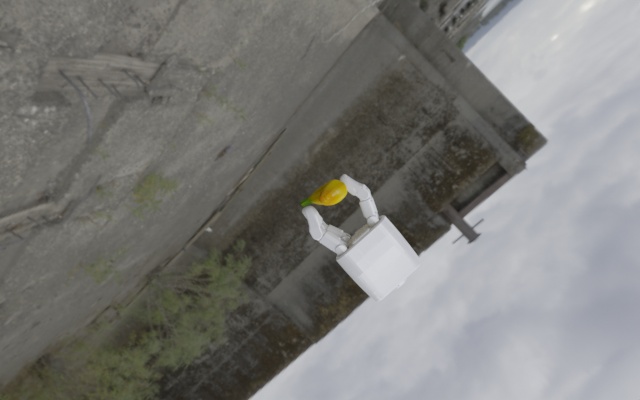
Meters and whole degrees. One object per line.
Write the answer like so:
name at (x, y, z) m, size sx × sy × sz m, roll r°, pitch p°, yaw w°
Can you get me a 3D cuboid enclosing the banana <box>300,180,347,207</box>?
banana at (0.014, -0.009, 0.815) m, size 0.069 × 0.037 × 0.198 m, roll -38°, pitch 3°, yaw -11°
